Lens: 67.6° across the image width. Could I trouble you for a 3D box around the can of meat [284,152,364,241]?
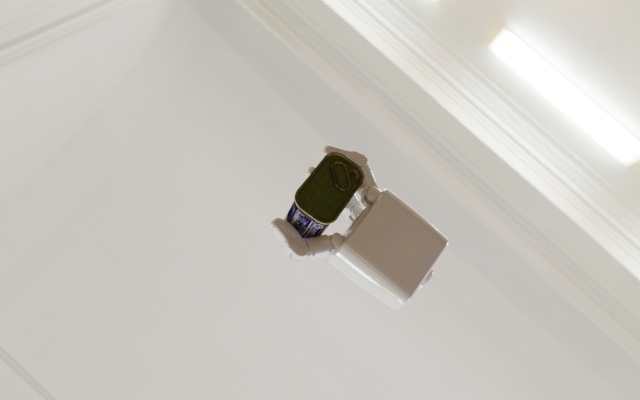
[{"bbox_3d":[0.000,0.002,0.602,0.057,0.102,0.084,36,-34,2],"label":"can of meat"}]
